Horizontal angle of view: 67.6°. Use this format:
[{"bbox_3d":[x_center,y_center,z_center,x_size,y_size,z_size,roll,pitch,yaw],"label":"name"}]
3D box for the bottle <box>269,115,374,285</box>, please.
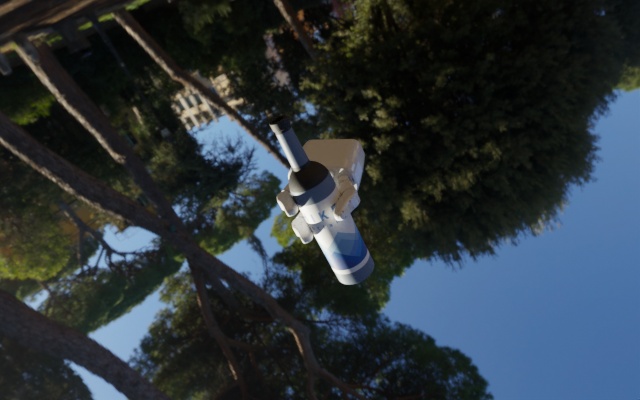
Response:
[{"bbox_3d":[0.000,0.003,0.735,0.069,0.296,0.069,-21,29,12],"label":"bottle"}]
